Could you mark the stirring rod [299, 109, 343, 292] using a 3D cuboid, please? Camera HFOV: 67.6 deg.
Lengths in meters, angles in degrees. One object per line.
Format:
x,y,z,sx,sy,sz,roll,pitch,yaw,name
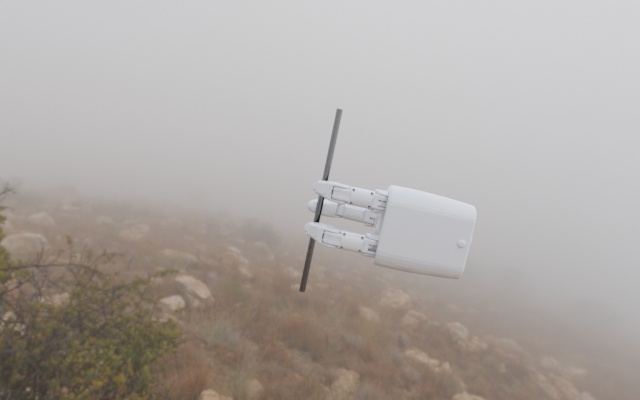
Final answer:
0.000,0.002,0.615,0.011,0.239,0.011,12,6,-1,stirring rod
